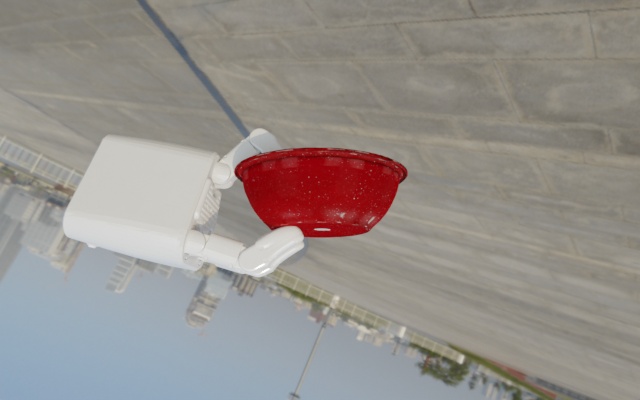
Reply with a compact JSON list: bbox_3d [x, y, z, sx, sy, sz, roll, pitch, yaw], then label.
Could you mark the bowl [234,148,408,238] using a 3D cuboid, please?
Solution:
[{"bbox_3d":[0.001,0.002,0.443,0.162,0.055,0.162,0,-12,0],"label":"bowl"}]
